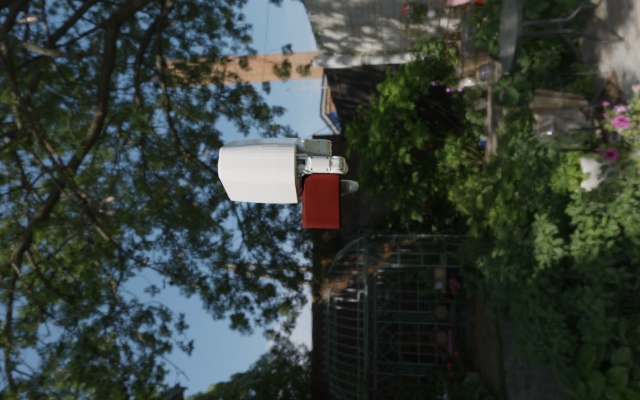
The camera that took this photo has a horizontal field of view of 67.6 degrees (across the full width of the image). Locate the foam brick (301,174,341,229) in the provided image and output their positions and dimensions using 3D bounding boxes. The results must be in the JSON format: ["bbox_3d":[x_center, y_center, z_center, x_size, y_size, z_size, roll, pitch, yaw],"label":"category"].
[{"bbox_3d":[0.000,0.003,0.691,0.051,0.078,0.053,0,-4,-9],"label":"foam brick"}]
